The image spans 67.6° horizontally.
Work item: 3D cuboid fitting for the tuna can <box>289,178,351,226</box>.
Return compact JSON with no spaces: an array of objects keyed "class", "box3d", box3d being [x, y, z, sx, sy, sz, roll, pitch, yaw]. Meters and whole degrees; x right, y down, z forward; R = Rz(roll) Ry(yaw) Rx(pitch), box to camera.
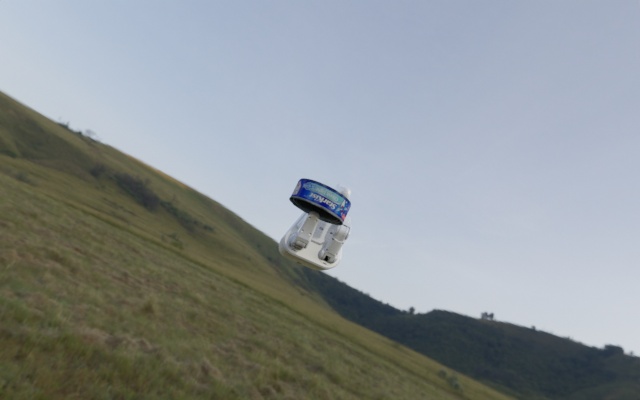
[{"class":"tuna can","box3d":[0.000,0.002,0.690,0.086,0.033,0.086,25,-12,6]}]
